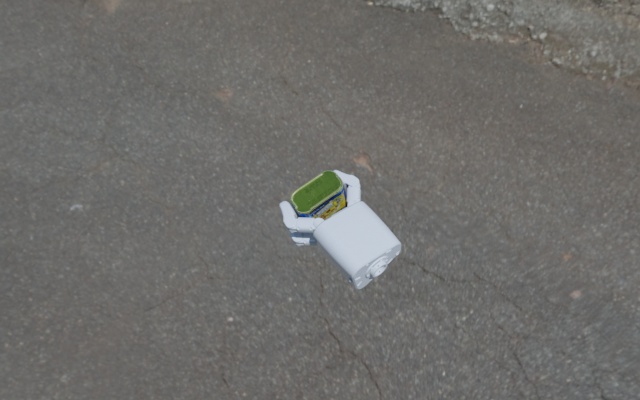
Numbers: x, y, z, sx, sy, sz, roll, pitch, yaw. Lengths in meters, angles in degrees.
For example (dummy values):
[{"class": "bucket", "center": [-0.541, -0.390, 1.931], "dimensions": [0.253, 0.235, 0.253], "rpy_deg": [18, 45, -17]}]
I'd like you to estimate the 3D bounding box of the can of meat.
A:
[{"class": "can of meat", "center": [0.000, 0.003, 0.864], "dimensions": [0.102, 0.057, 0.084], "rpy_deg": [-35, -29, -8]}]
